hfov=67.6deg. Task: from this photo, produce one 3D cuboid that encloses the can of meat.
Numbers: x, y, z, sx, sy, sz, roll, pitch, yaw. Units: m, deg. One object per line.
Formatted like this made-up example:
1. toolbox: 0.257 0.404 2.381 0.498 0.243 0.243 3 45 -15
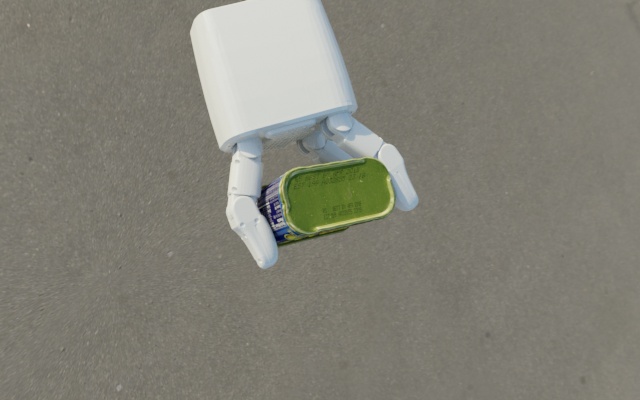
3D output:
1. can of meat: 0.000 0.001 0.401 0.102 0.057 0.084 -12 -5 -25
